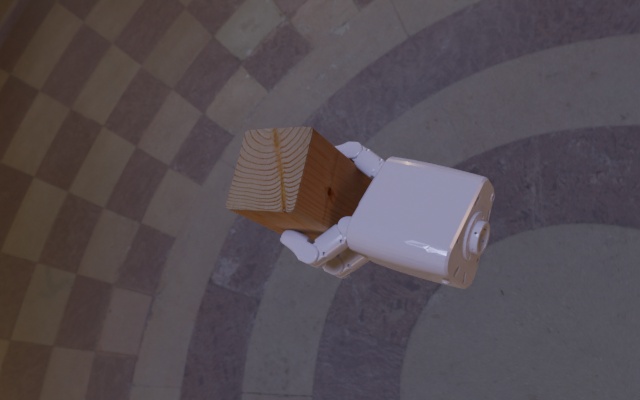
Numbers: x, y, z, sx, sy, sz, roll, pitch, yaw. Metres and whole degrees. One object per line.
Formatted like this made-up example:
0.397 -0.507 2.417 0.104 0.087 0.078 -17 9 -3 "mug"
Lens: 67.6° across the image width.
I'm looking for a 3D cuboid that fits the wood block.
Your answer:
0.000 0.001 0.554 0.090 0.090 0.206 2 -18 33 "wood block"
